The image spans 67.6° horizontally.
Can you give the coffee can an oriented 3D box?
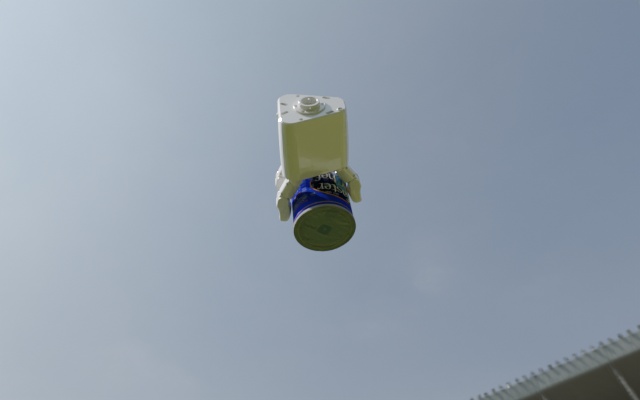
[{"bbox_3d":[0.000,0.003,0.827,0.103,0.103,0.140,0,41,-8],"label":"coffee can"}]
